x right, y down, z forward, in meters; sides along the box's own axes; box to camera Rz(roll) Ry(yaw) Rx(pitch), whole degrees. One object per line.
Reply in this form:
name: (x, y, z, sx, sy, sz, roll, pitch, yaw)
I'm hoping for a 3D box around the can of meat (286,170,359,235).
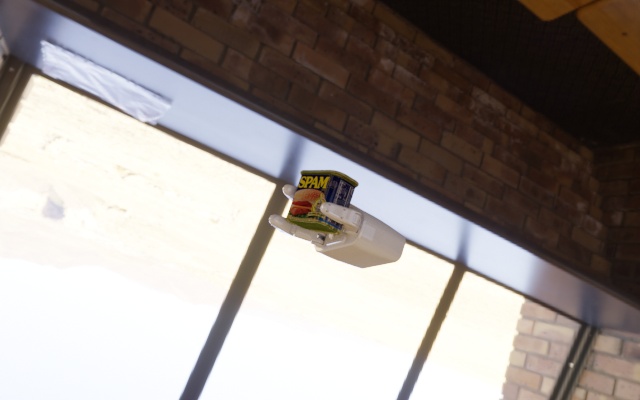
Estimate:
can of meat: (0.000, 0.003, 0.734, 0.057, 0.084, 0.102, 29, -16, -38)
